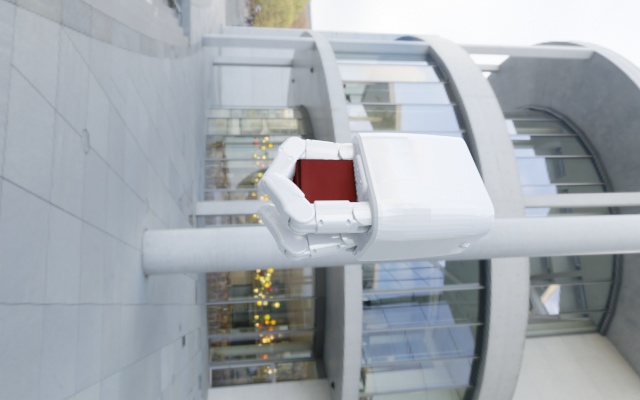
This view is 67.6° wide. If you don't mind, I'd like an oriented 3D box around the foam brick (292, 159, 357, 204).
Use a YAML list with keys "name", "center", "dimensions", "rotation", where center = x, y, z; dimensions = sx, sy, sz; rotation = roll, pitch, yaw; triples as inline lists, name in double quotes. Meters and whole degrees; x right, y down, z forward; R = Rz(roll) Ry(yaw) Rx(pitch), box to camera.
- name: "foam brick"
  center: [0.000, 0.001, 0.448]
  dimensions: [0.051, 0.053, 0.078]
  rotation: [0, -23, -9]
